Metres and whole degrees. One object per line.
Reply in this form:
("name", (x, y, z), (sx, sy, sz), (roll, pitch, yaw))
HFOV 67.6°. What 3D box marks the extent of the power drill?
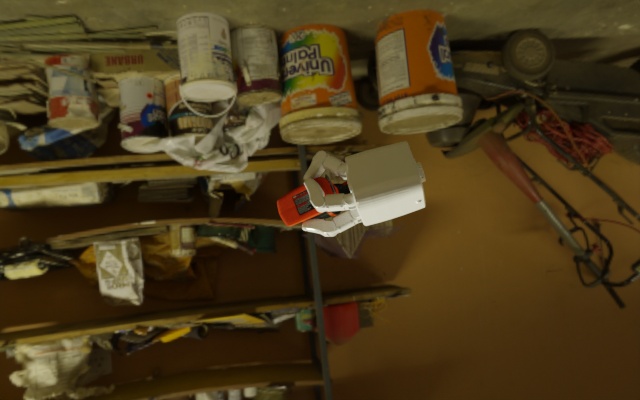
("power drill", (0.000, 0.003, 0.876), (0.184, 0.057, 0.187), (-28, -8, 25))
